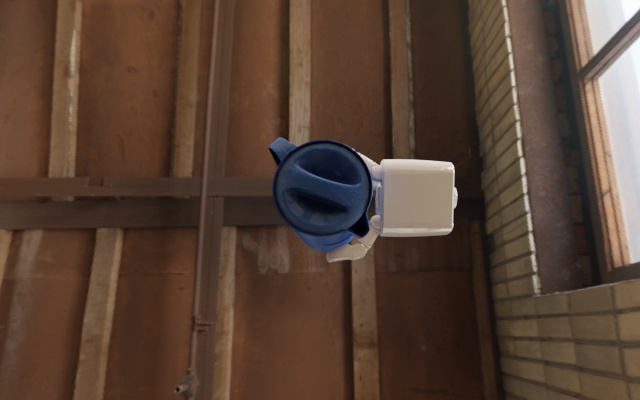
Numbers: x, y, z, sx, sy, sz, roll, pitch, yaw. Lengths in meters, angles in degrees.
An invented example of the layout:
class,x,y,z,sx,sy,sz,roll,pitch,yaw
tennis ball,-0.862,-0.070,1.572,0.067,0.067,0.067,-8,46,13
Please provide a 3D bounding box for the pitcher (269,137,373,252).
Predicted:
class,x,y,z,sx,sy,sz,roll,pitch,yaw
pitcher,0.000,0.002,0.739,0.145,0.149,0.243,0,-14,2
